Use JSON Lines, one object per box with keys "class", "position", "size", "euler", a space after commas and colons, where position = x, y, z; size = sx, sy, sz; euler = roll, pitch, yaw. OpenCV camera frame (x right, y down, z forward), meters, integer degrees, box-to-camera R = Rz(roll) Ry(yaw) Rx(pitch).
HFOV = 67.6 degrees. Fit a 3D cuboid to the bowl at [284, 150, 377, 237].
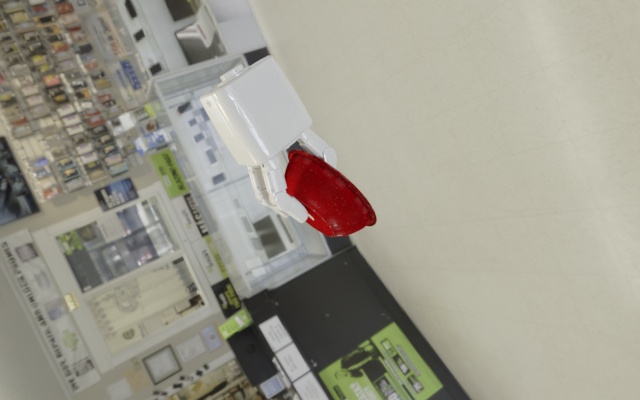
{"class": "bowl", "position": [0.001, 0.003, 0.682], "size": [0.162, 0.055, 0.162], "euler": [37, -15, 11]}
